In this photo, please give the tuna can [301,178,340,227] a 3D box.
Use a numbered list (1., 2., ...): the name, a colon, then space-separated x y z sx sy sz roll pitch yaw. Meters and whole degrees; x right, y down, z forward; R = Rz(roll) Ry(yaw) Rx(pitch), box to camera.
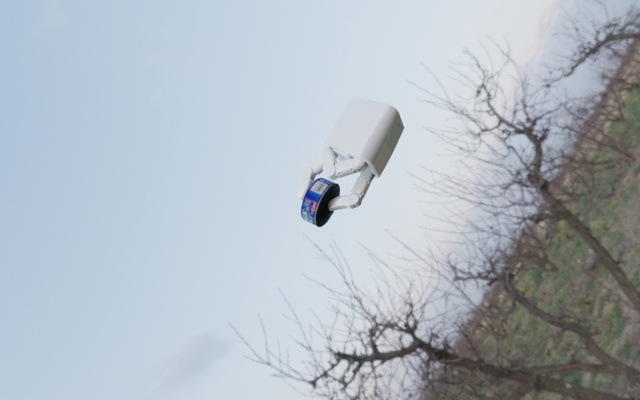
1. tuna can: 0.000 0.003 0.859 0.033 0.086 0.086 24 9 22
